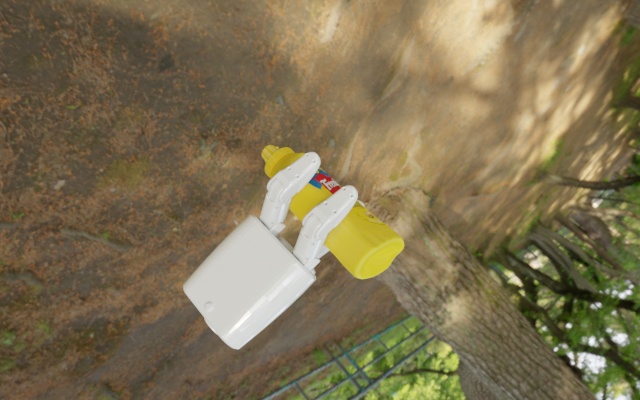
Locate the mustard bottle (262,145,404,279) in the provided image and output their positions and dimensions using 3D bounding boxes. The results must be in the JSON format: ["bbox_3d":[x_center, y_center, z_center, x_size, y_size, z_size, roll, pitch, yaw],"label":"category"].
[{"bbox_3d":[0.000,0.002,0.525,0.191,0.058,0.096,43,18,24],"label":"mustard bottle"}]
